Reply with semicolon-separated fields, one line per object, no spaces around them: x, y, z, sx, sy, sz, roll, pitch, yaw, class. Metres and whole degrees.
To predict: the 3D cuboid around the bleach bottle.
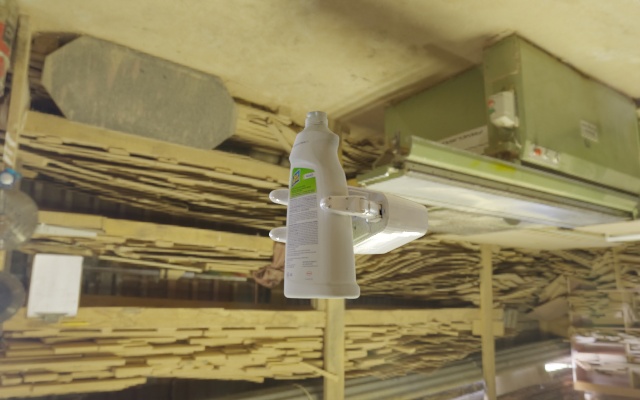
0.000;0.002;0.636;0.068;0.250;0.102;11;-15;-44;bleach bottle
